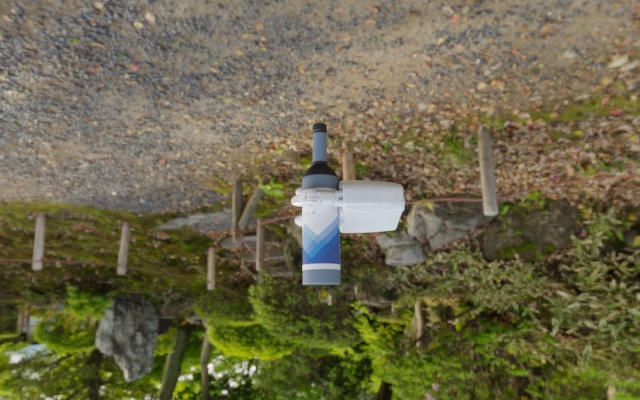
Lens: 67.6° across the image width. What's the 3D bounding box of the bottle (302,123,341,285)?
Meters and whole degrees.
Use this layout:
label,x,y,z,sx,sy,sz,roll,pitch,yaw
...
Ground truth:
label,x,y,z,sx,sy,sz,roll,pitch,yaw
bottle,0.000,0.003,0.866,0.069,0.295,0.069,-1,-12,0
